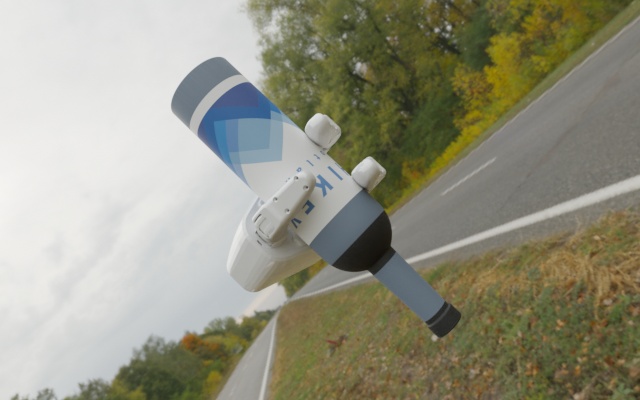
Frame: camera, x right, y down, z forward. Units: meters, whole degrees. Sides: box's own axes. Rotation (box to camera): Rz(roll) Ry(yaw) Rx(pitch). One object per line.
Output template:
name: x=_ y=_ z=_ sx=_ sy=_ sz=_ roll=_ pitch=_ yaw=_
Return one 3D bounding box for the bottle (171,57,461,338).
bottle: x=0.000 y=0.001 z=0.404 sx=0.295 sy=0.069 sz=0.069 roll=44 pitch=5 yaw=6
